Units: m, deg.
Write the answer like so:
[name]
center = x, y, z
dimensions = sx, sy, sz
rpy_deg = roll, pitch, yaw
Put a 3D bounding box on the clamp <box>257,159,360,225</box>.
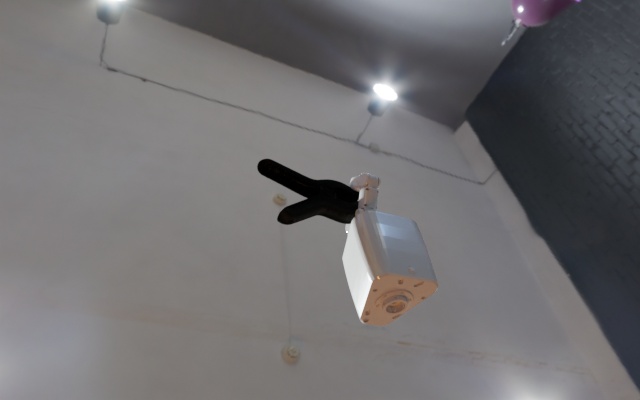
[clamp]
center = 0.000, 0.003, 0.644
dimensions = 0.171, 0.039, 0.120
rpy_deg = 14, 39, -23
